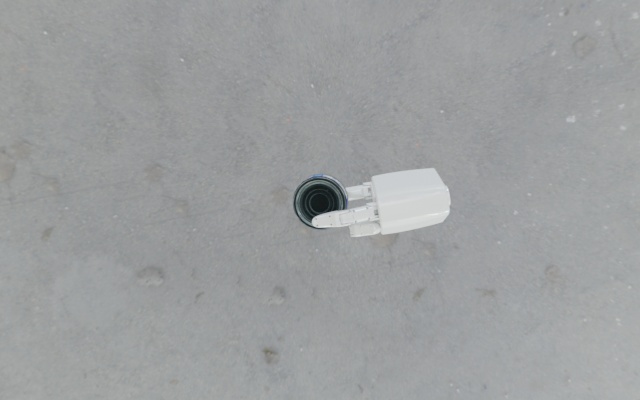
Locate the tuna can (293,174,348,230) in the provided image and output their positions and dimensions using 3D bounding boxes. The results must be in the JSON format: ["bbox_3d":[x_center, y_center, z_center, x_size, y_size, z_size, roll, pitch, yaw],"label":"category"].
[{"bbox_3d":[0.000,0.003,0.749,0.086,0.086,0.033,0,9,7],"label":"tuna can"}]
